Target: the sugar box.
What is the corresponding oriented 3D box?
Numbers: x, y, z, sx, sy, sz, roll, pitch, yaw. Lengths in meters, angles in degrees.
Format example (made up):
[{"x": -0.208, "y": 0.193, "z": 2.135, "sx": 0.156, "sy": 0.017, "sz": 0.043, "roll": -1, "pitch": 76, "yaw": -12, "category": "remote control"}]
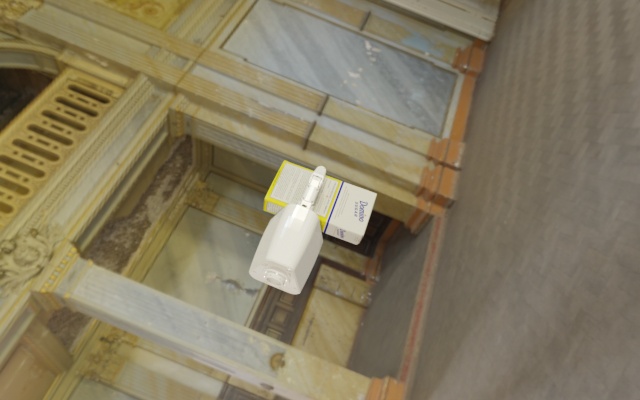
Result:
[{"x": 0.000, "y": 0.003, "z": 0.827, "sx": 0.176, "sy": 0.093, "sz": 0.048, "roll": 22, "pitch": -32, "yaw": 1, "category": "sugar box"}]
